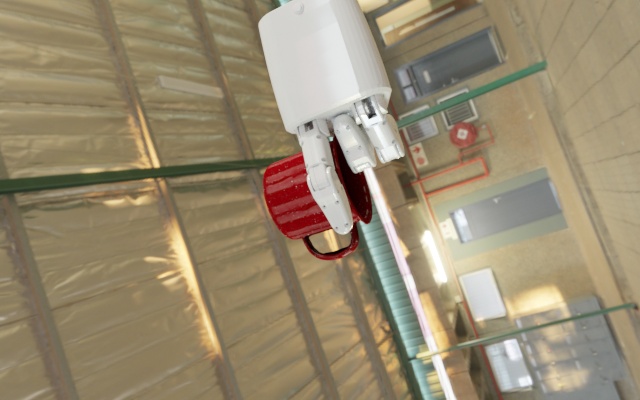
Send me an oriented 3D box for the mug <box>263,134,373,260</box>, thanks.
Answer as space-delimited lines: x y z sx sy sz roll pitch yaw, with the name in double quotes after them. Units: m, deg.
0.000 0.003 0.471 0.081 0.117 0.093 -19 -7 19 "mug"
